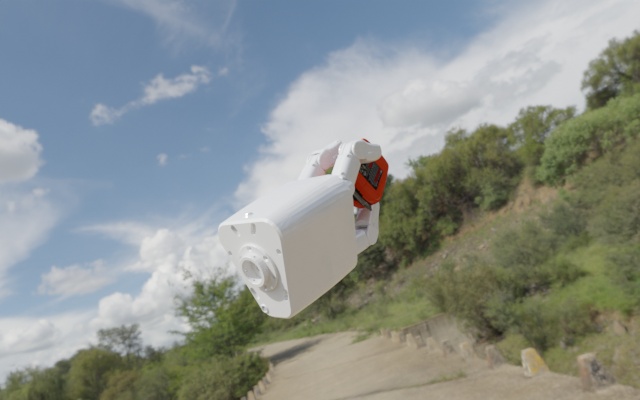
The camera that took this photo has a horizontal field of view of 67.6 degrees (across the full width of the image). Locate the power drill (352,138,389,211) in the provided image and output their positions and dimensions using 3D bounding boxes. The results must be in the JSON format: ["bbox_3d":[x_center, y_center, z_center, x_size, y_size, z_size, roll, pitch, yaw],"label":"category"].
[{"bbox_3d":[0.000,0.002,0.617,0.188,0.057,0.184,-38,15,30],"label":"power drill"}]
